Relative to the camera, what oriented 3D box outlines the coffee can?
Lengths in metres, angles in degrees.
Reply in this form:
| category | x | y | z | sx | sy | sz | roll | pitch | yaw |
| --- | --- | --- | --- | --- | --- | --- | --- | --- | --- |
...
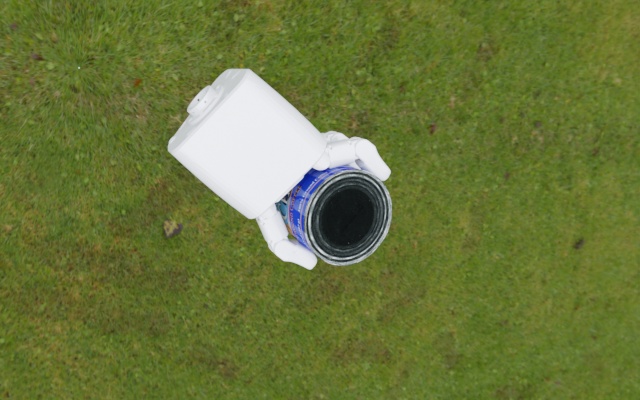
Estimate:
| category | x | y | z | sx | sy | sz | roll | pitch | yaw |
| --- | --- | --- | --- | --- | --- | --- | --- | --- | --- |
| coffee can | 0.000 | 0.002 | 0.546 | 0.103 | 0.103 | 0.140 | 0 | 14 | -27 |
